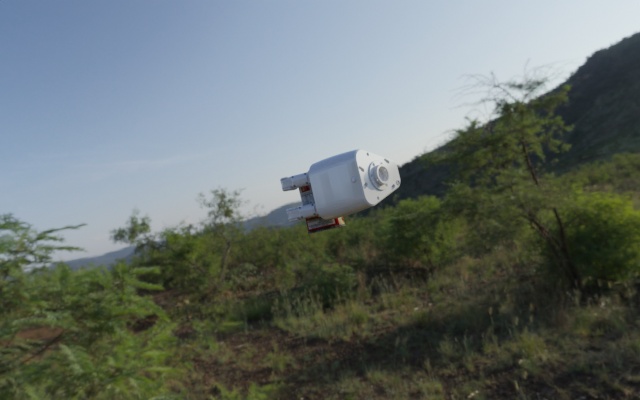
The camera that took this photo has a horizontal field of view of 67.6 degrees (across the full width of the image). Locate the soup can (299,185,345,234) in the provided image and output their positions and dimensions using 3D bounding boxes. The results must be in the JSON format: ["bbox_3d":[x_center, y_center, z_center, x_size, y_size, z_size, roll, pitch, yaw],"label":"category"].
[{"bbox_3d":[0.000,0.003,0.851,0.068,0.102,0.068,-13,-4,-1],"label":"soup can"}]
